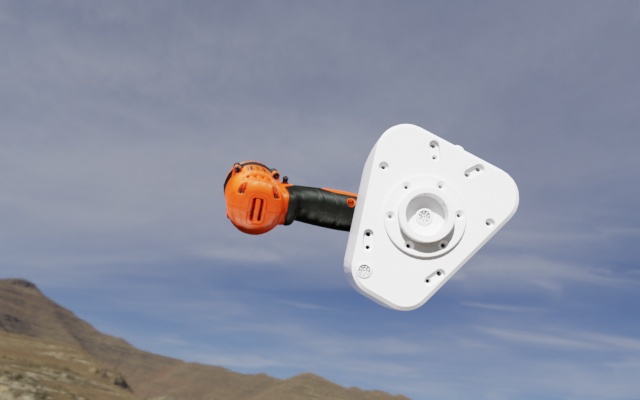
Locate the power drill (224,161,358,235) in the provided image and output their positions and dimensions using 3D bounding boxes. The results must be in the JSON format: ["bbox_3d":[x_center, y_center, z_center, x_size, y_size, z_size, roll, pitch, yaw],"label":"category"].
[{"bbox_3d":[0.001,0.002,0.464,0.187,0.057,0.184,7,11,-11],"label":"power drill"}]
